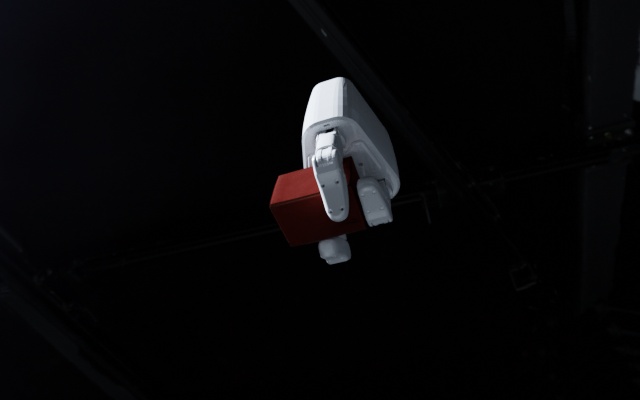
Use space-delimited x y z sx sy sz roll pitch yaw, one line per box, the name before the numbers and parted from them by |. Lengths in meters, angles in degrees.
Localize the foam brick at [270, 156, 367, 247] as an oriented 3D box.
foam brick | 0.000 0.002 0.451 0.078 0.053 0.051 -14 34 13
